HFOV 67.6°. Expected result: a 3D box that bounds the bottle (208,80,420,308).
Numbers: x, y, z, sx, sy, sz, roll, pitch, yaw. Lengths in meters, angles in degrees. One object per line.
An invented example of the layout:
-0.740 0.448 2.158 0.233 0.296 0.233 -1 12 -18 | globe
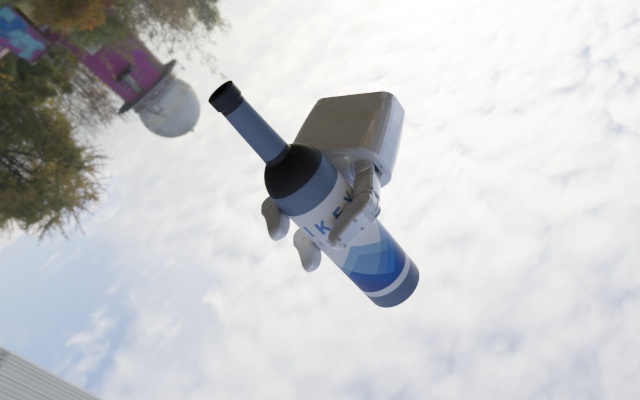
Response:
0.000 0.002 0.477 0.069 0.069 0.296 0 -40 49 | bottle
